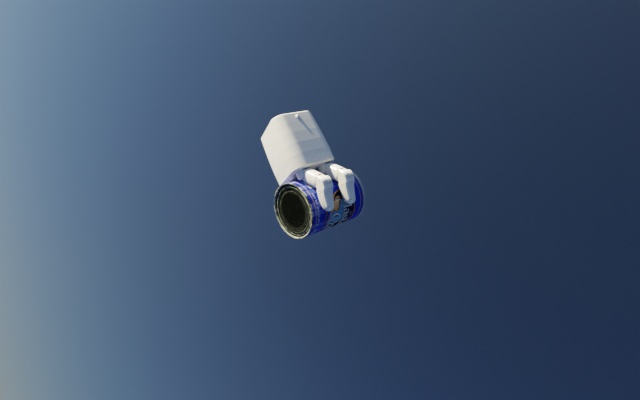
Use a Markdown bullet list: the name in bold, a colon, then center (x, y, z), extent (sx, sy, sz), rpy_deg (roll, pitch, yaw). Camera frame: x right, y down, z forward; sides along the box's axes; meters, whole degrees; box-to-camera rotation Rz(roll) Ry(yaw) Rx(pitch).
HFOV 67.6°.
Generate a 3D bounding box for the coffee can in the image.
- **coffee can**: center (0.000, 0.003, 0.886), extent (0.140, 0.103, 0.103), rpy_deg (-18, 12, -41)
